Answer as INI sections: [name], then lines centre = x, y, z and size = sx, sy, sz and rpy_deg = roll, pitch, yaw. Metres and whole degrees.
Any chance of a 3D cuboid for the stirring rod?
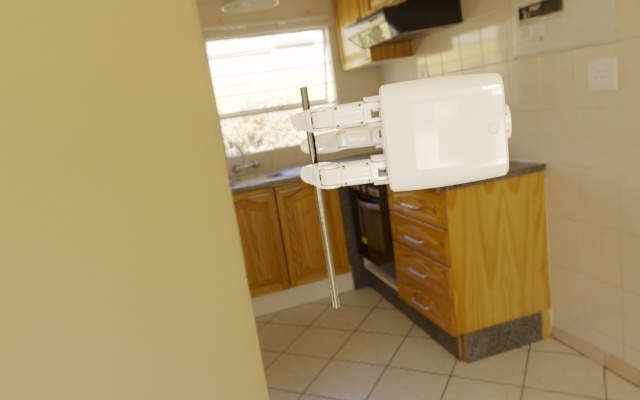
[stirring rod]
centre = 0.000, 0.002, 0.507
size = 0.011, 0.239, 0.011
rpy_deg = -8, 11, 2
